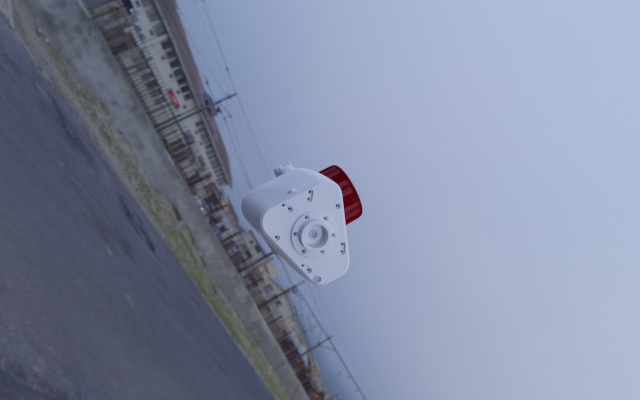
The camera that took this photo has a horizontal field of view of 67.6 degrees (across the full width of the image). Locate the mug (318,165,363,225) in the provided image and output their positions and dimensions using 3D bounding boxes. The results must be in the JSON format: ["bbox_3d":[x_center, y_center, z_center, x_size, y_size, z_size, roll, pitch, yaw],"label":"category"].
[{"bbox_3d":[0.000,0.002,0.660,0.081,0.093,0.117,-29,17,-11],"label":"mug"}]
